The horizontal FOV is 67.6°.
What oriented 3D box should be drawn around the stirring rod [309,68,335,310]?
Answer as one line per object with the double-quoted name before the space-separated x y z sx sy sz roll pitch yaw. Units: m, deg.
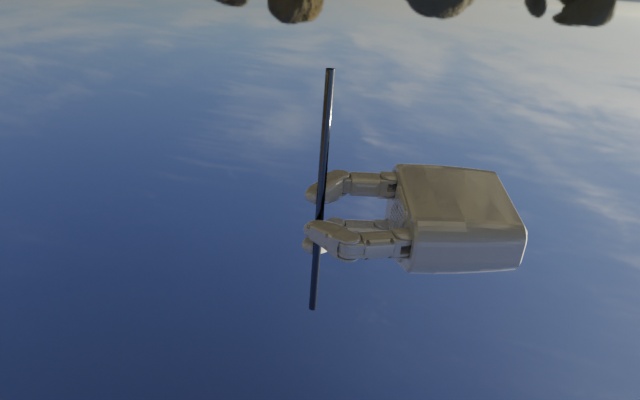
"stirring rod" 0.000 0.001 0.440 0.011 0.240 0.011 4 25 -2
